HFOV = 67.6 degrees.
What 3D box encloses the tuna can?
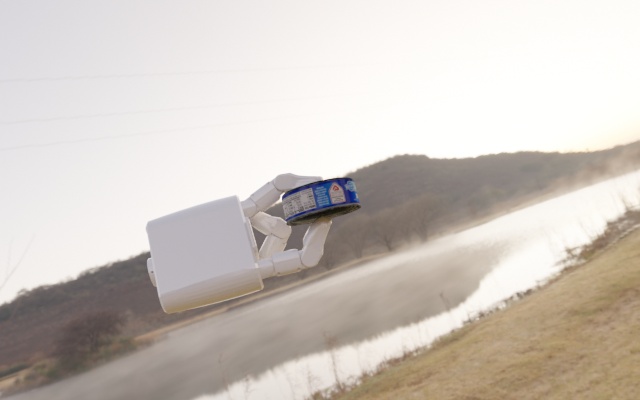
[{"bbox_3d":[0.000,0.001,0.536,0.086,0.033,0.086,-14,-9,-2],"label":"tuna can"}]
